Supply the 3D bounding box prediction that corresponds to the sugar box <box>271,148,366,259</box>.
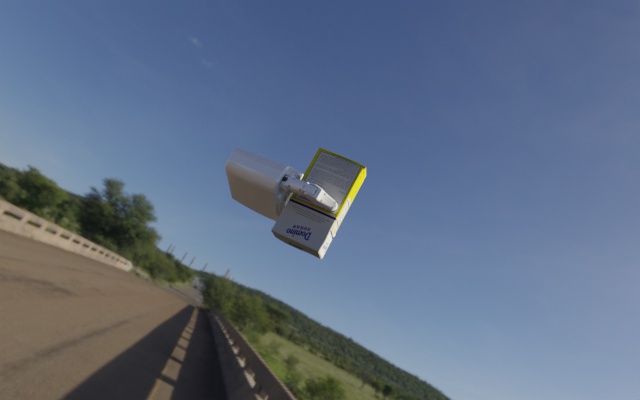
[{"bbox_3d":[0.000,0.003,0.818,0.093,0.176,0.048,24,-18,18],"label":"sugar box"}]
